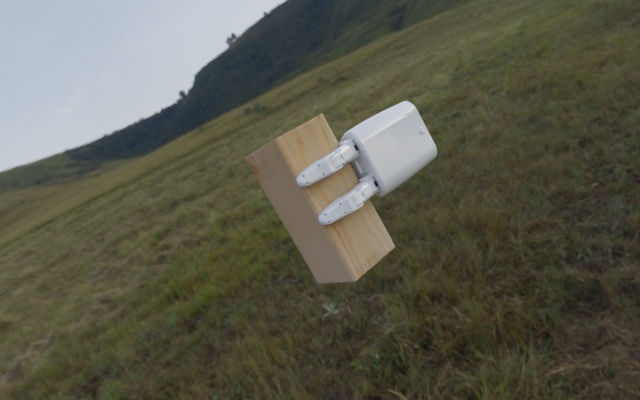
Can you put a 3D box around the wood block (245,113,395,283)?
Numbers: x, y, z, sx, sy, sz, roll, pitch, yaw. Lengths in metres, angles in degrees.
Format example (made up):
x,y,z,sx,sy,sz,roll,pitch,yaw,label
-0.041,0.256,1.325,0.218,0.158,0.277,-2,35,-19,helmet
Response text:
x,y,z,sx,sy,sz,roll,pitch,yaw,label
0.000,0.002,0.650,0.090,0.206,0.091,-35,10,-33,wood block
